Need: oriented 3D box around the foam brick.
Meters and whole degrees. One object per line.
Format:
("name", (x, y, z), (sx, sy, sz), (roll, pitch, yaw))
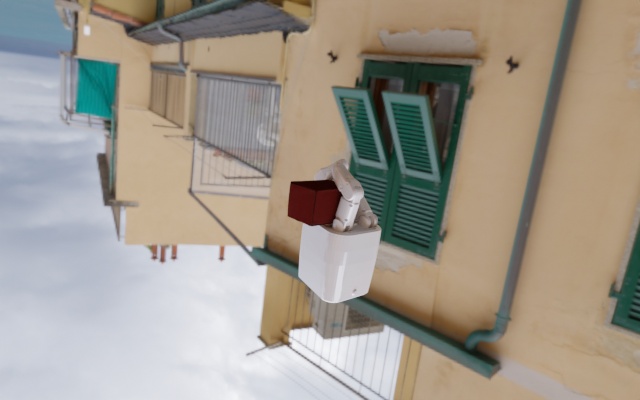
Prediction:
("foam brick", (0.000, 0.002, 0.668), (0.078, 0.051, 0.053), (-5, 19, -44))
